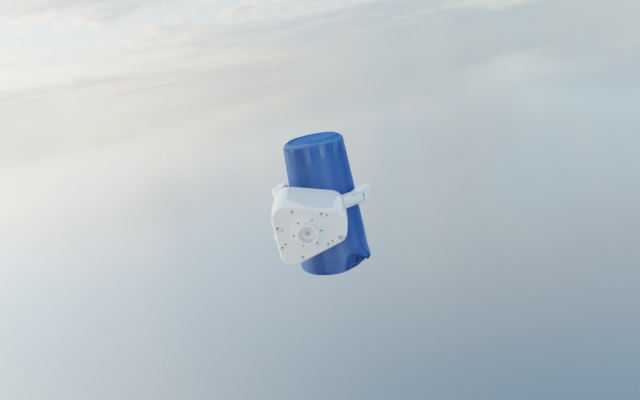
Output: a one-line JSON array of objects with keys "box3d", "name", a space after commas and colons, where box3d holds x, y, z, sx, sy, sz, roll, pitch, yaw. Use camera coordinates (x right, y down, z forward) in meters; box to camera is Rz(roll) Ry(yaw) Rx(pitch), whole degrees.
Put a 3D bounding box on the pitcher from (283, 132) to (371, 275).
[{"box3d": [0.000, 0.003, 0.877, 0.149, 0.243, 0.145, -10, 16, 5], "name": "pitcher"}]
